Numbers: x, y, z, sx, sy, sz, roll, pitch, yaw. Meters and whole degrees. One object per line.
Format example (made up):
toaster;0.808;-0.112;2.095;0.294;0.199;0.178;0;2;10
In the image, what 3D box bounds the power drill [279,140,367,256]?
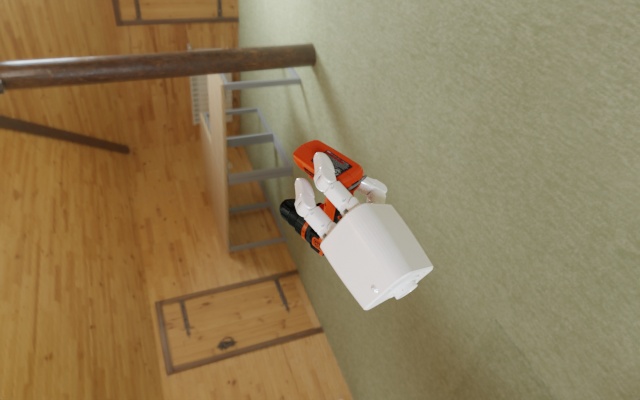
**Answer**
power drill;0.000;0.002;0.737;0.184;0.188;0.057;33;55;30
